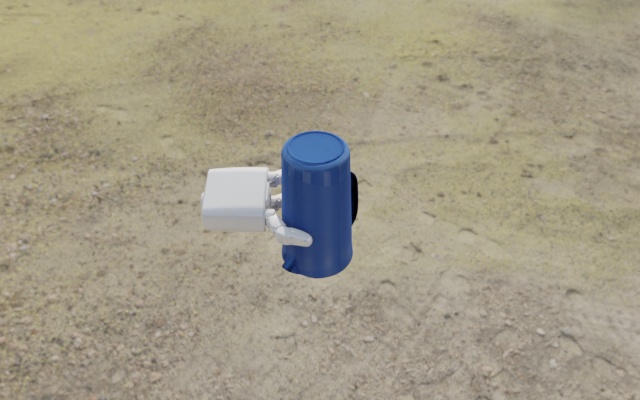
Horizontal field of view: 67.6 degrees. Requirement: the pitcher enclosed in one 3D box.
[{"bbox_3d":[0.000,0.003,0.822,0.145,0.243,0.149,0,41,0],"label":"pitcher"}]
